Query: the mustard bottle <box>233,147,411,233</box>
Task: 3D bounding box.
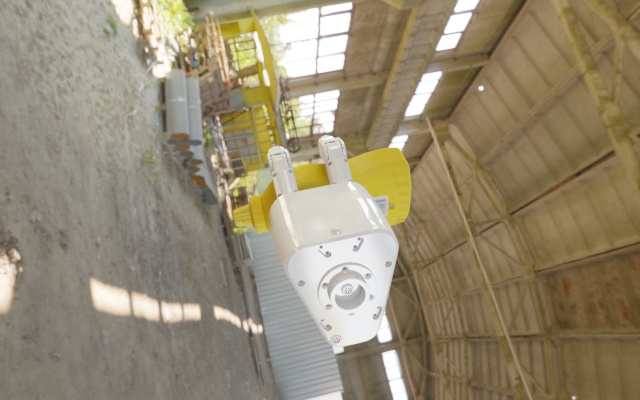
[{"bbox_3d":[0.000,0.001,0.527,0.191,0.058,0.096,-11,-43,-6],"label":"mustard bottle"}]
